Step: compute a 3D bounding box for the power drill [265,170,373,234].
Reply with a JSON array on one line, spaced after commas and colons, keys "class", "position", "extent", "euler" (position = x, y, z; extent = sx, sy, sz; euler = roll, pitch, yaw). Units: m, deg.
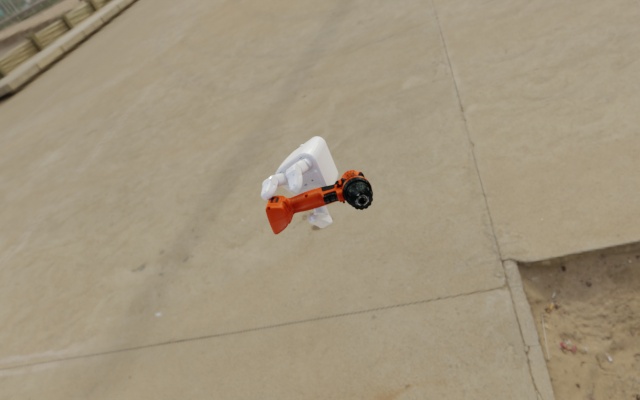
[{"class": "power drill", "position": [0.000, 0.003, 0.848], "extent": [0.187, 0.057, 0.184], "euler": [-17, 10, 3]}]
